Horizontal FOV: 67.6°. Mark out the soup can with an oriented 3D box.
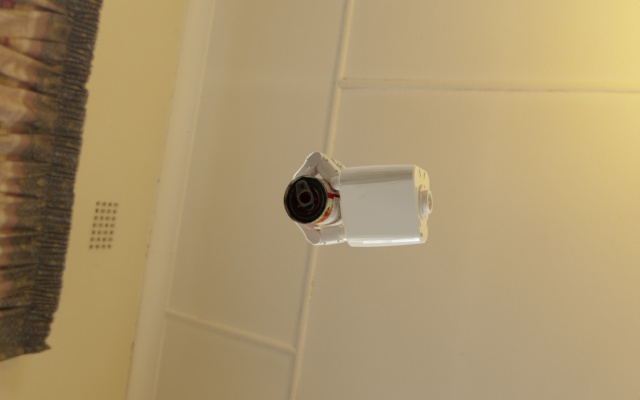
[{"bbox_3d":[0.000,0.002,0.701,0.068,0.068,0.102,0,-4,25],"label":"soup can"}]
